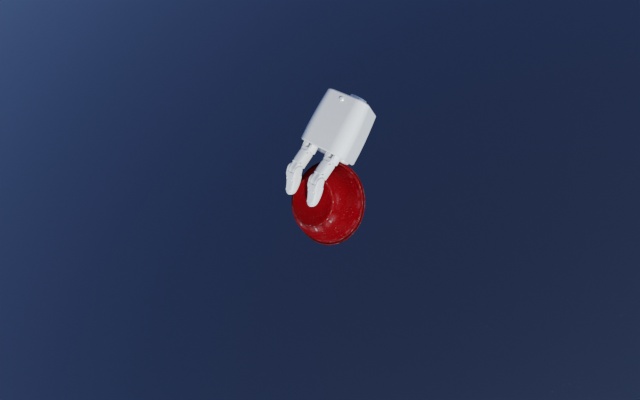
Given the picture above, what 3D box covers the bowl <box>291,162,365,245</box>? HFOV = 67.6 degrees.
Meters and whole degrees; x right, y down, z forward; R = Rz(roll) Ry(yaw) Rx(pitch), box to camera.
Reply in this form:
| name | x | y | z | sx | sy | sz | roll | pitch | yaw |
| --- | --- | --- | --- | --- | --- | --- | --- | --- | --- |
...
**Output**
| name | x | y | z | sx | sy | sz | roll | pitch | yaw |
| --- | --- | --- | --- | --- | --- | --- | --- | --- | --- |
| bowl | 0.000 | 0.004 | 0.889 | 0.162 | 0.162 | 0.055 | 0 | -1 | 35 |
